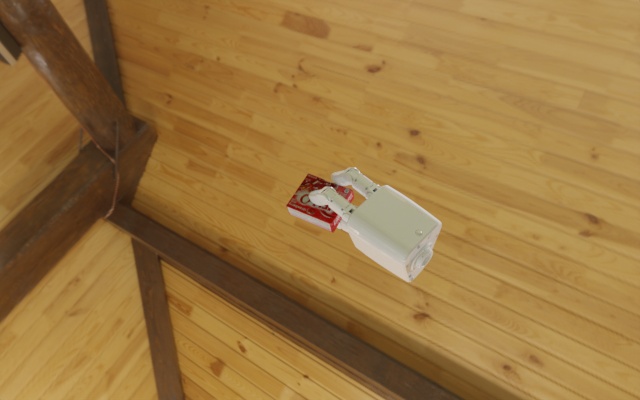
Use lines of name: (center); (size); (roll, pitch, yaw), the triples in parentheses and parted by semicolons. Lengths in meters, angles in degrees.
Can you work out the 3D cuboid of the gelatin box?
gelatin box: (0.000, 0.003, 0.787); (0.089, 0.073, 0.030); (22, -27, 23)
